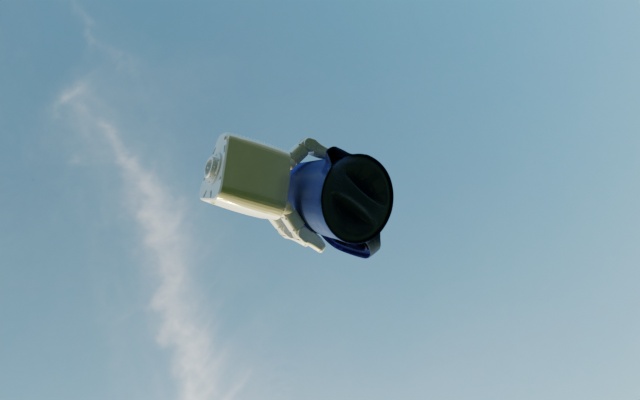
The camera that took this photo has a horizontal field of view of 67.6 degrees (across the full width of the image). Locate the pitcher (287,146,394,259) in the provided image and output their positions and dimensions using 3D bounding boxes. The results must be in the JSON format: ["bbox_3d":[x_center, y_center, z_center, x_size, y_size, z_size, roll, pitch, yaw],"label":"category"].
[{"bbox_3d":[0.000,0.002,0.796,0.145,0.149,0.243,17,-6,-31],"label":"pitcher"}]
